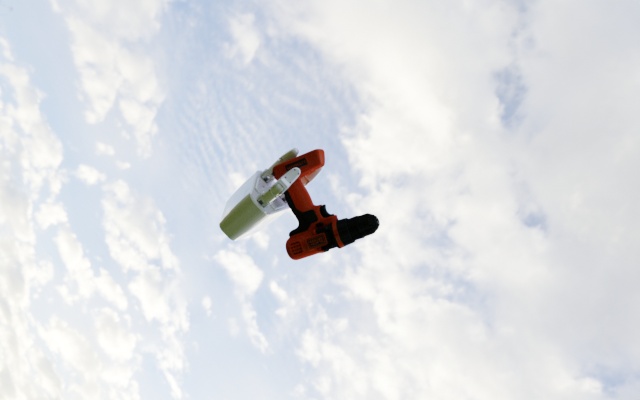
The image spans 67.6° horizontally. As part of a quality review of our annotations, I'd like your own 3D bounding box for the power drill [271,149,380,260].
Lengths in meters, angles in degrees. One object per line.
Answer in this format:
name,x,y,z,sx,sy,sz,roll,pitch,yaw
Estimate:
power drill,0.000,0.003,0.893,0.184,0.187,0.057,-20,-6,12
